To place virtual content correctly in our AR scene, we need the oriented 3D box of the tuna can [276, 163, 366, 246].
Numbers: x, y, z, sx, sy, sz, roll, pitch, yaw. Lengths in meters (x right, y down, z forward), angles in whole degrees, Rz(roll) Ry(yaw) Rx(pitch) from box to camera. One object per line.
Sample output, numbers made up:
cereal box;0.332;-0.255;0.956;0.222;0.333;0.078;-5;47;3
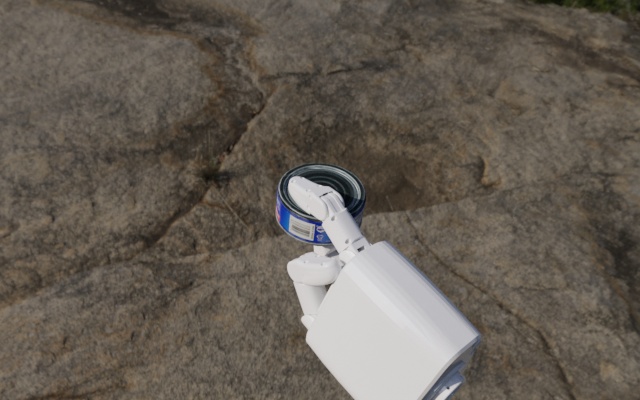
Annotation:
tuna can;0.000;0.001;0.460;0.086;0.034;0.086;4;42;-4
